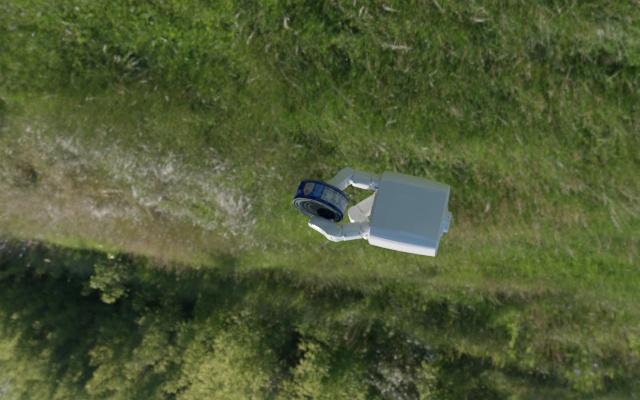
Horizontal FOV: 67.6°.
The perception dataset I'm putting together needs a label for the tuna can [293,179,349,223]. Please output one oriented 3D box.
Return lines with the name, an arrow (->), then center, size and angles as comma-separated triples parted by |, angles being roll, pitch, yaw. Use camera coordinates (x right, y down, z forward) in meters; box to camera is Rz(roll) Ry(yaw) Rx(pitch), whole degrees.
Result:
tuna can -> 0.000, 0.003, 0.756 | 0.086, 0.033, 0.086 | 18, -21, 7
